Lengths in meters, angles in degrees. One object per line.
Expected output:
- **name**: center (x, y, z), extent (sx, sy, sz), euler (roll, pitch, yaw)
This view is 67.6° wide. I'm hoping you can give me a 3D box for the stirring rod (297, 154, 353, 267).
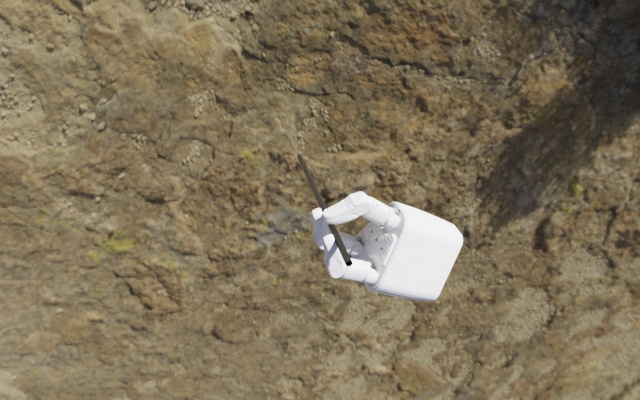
- **stirring rod**: center (0.000, 0.002, 0.614), extent (0.011, 0.011, 0.239), euler (0, 34, -18)
